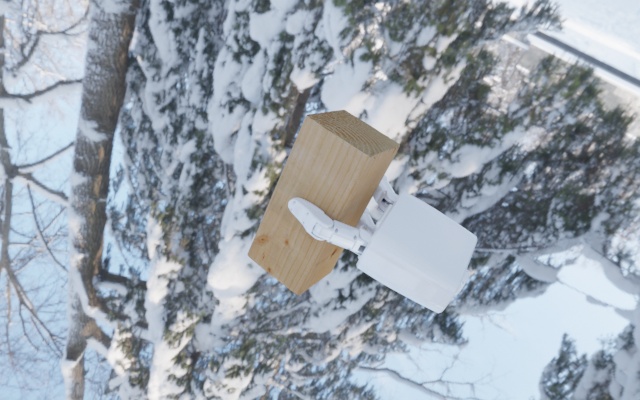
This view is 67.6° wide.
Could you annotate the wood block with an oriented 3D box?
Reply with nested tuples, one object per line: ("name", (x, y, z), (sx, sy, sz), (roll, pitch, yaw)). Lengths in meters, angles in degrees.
("wood block", (0.000, 0.002, 0.590), (0.090, 0.206, 0.091), (36, 29, 19))
